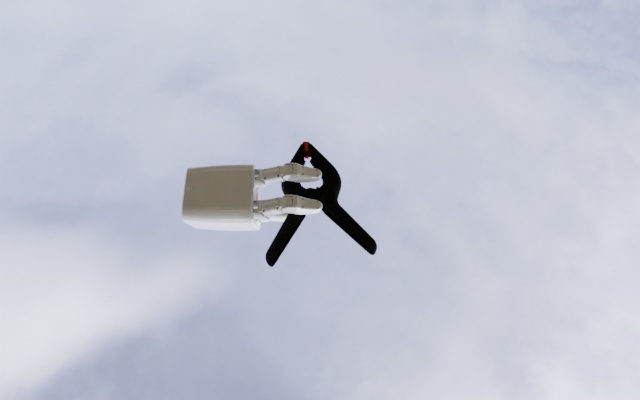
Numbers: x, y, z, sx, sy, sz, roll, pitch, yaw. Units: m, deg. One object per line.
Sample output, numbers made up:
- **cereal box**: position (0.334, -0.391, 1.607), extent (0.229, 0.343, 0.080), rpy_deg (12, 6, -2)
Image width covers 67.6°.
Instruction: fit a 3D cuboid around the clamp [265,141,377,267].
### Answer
- **clamp**: position (0.000, 0.002, 0.742), extent (0.164, 0.209, 0.036), rpy_deg (1, -28, -4)
